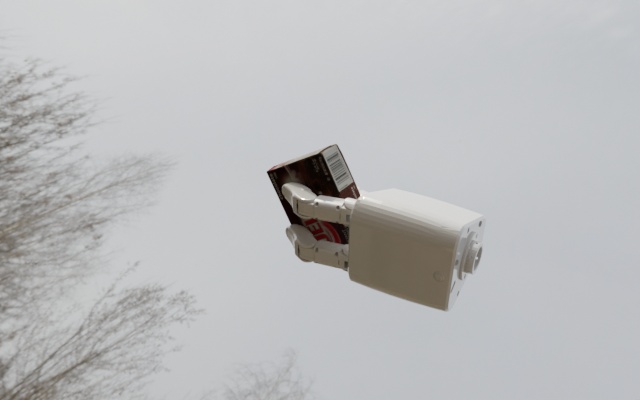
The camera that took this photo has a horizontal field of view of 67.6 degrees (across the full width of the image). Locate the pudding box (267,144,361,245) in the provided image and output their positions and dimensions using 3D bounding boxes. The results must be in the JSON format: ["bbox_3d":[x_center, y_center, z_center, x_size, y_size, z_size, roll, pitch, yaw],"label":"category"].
[{"bbox_3d":[0.000,0.002,0.542,0.090,0.113,0.039,-15,12,41],"label":"pudding box"}]
